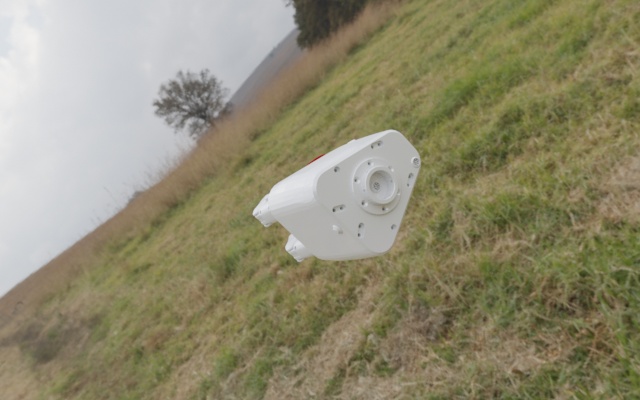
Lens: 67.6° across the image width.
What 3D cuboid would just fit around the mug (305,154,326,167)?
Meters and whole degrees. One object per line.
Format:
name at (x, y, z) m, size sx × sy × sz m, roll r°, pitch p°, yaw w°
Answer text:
mug at (-0.001, 0.002, 0.570) m, size 0.093 × 0.081 × 0.117 m, roll -49°, pitch 14°, yaw -23°
